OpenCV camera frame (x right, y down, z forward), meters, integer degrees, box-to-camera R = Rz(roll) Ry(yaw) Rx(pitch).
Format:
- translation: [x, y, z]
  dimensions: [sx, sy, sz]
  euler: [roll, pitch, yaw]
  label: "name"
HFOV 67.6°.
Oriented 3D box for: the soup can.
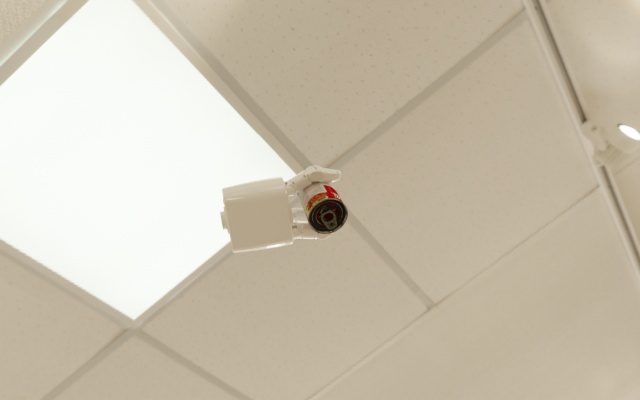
- translation: [0.001, 0.002, 0.825]
  dimensions: [0.068, 0.068, 0.102]
  euler: [0, 29, -17]
  label: "soup can"
